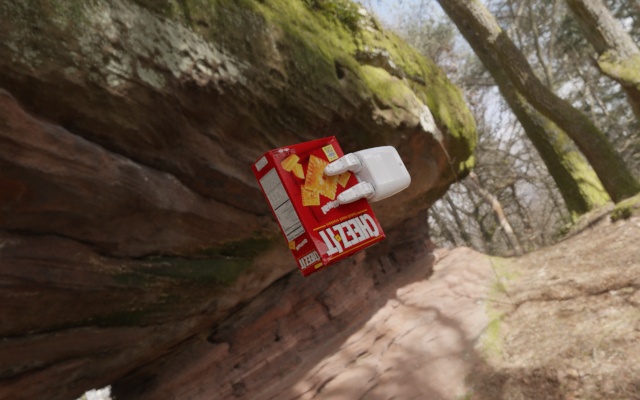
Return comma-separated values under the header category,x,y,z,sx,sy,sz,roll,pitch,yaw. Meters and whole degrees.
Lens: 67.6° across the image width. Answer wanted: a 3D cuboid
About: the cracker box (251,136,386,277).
category,x,y,z,sx,sy,sz,roll,pitch,yaw
cracker box,0.000,0.003,0.835,0.164,0.213,0.072,-18,-12,-43
